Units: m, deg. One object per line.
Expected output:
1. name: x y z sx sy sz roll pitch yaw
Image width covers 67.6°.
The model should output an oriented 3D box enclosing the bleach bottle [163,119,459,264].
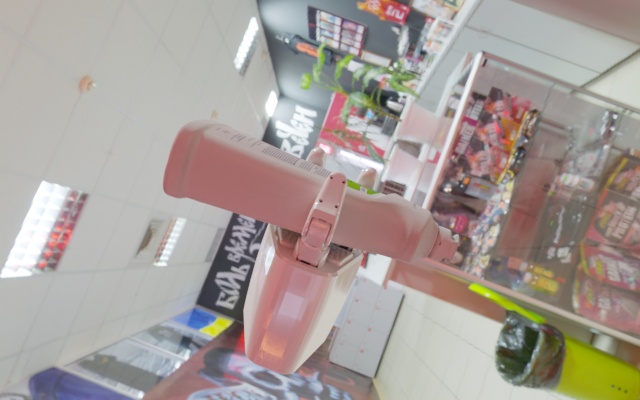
1. bleach bottle: 0.000 0.001 0.423 0.251 0.068 0.102 21 14 2
